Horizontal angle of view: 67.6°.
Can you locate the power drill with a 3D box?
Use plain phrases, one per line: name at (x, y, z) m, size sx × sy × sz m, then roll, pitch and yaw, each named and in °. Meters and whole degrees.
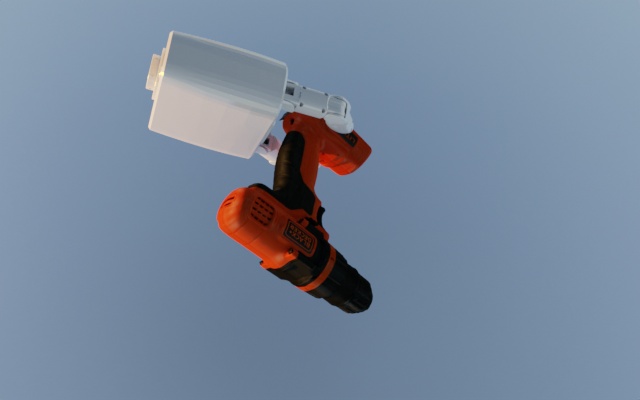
power drill at (0.000, 0.001, 0.488) m, size 0.057 × 0.187 × 0.184 m, roll -23°, pitch -52°, yaw 39°
